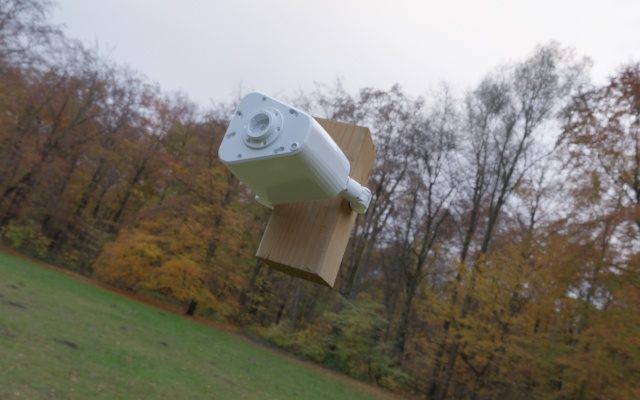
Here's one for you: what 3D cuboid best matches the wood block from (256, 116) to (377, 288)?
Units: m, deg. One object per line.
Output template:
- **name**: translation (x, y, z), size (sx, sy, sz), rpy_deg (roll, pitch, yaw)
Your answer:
- **wood block**: translation (0.000, 0.002, 0.653), size (0.091, 0.206, 0.090), rpy_deg (15, -16, 18)
